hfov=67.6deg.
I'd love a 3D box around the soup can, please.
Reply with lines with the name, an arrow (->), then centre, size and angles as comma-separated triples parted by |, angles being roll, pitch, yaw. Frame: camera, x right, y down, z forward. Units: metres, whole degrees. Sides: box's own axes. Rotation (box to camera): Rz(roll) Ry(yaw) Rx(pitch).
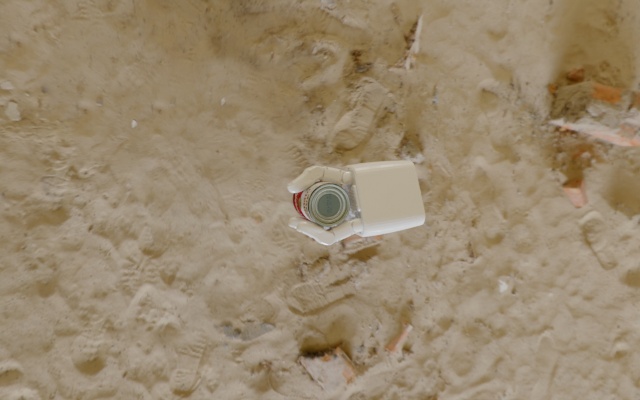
soup can -> 0.000, 0.002, 0.752 | 0.068, 0.068, 0.102 | 0, 6, -16
